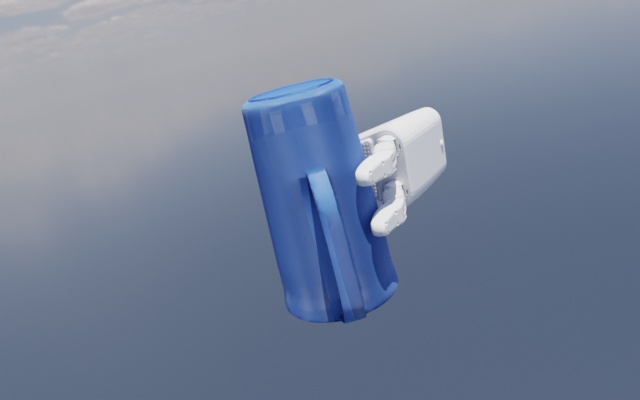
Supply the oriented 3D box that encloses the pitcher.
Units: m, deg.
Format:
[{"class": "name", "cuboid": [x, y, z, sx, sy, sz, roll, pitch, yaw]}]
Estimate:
[{"class": "pitcher", "cuboid": [0.000, 0.002, 0.509, 0.149, 0.243, 0.145, 2, 25, 40]}]
